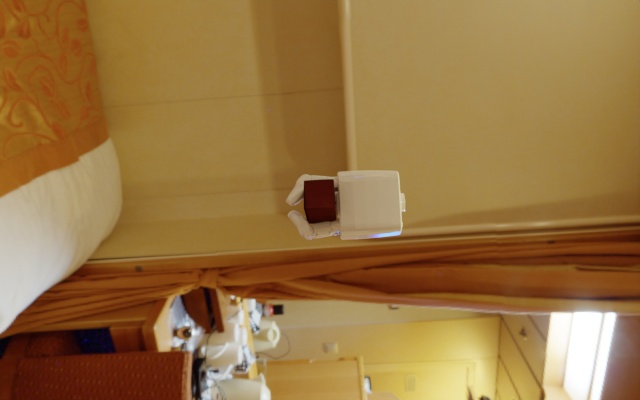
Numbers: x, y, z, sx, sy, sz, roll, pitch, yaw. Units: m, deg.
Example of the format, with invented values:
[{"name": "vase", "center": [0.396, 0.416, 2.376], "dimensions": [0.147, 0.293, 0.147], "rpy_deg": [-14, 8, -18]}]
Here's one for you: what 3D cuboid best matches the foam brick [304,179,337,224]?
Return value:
[{"name": "foam brick", "center": [0.000, 0.003, 0.808], "dimensions": [0.051, 0.053, 0.078], "rpy_deg": [-3, -21, 3]}]
